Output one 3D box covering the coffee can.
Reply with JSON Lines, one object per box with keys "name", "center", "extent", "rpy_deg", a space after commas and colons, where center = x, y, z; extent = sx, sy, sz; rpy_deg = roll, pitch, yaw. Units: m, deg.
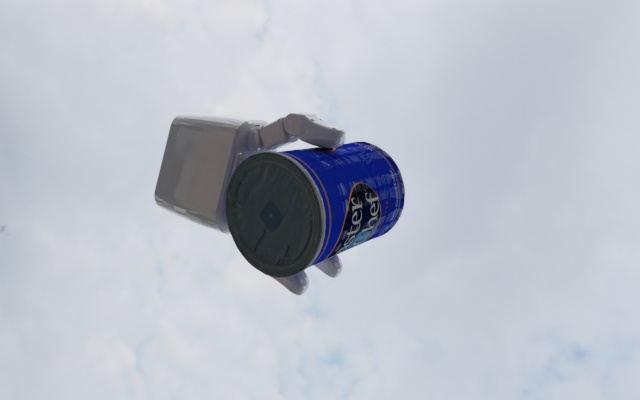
{"name": "coffee can", "center": [0.000, 0.001, 0.436], "extent": [0.103, 0.103, 0.140], "rpy_deg": [0, 9, 37]}
